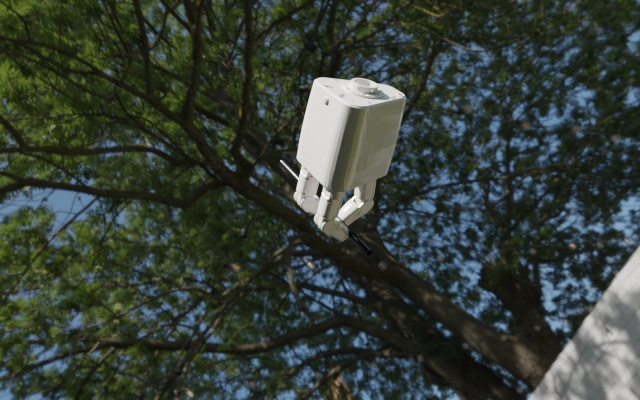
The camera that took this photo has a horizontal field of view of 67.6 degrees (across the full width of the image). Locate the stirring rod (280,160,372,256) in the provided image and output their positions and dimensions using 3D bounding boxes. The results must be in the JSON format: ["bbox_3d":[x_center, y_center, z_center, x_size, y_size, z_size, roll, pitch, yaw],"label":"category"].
[{"bbox_3d":[0.000,0.002,0.677,0.011,0.011,0.239,0,32,-37],"label":"stirring rod"}]
